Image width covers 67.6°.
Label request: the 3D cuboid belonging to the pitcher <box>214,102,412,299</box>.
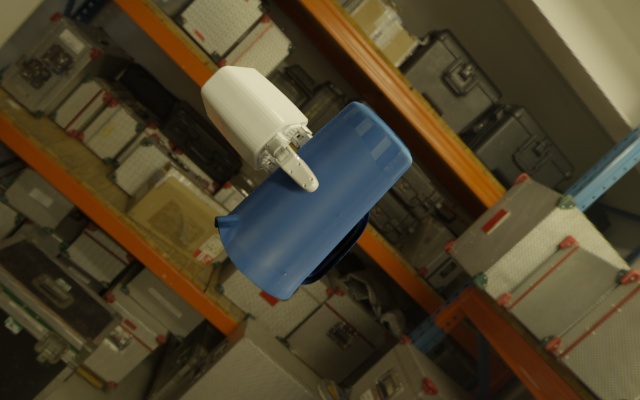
[{"bbox_3d":[0.000,0.002,0.607,0.243,0.145,0.149,-44,-5,6],"label":"pitcher"}]
